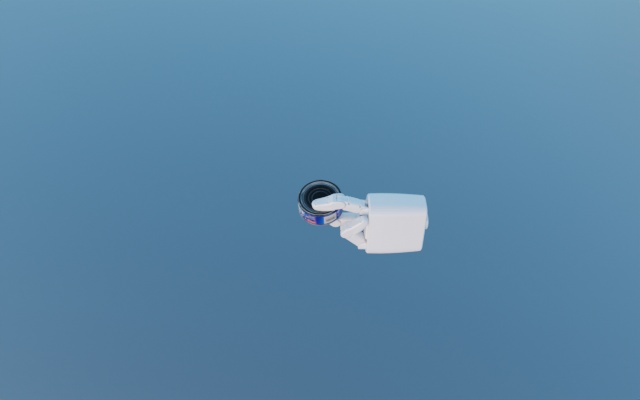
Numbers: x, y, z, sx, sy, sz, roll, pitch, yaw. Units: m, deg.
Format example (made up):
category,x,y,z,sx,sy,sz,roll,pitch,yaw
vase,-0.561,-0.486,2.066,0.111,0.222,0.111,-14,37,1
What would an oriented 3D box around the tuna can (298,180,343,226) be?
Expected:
category,x,y,z,sx,sy,sz,roll,pitch,yaw
tuna can,0.000,0.003,0.895,0.086,0.086,0.034,0,-36,3
